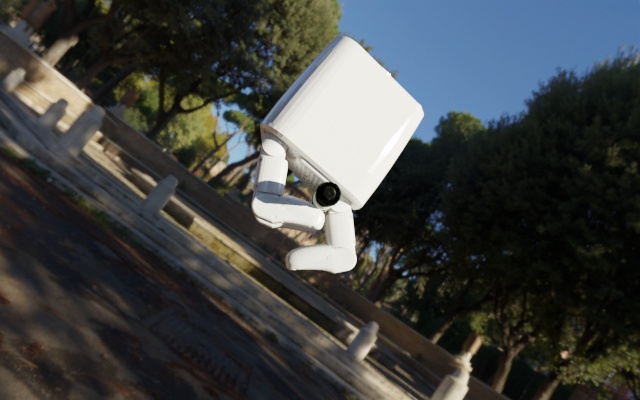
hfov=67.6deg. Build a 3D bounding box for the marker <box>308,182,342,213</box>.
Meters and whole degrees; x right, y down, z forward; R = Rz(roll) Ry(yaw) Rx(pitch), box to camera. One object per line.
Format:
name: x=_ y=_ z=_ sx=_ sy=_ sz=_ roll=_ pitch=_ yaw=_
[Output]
marker: x=0.000 y=0.001 z=0.407 sx=0.020 sy=0.020 sz=0.121 roll=0 pitch=-7 yaw=-6
